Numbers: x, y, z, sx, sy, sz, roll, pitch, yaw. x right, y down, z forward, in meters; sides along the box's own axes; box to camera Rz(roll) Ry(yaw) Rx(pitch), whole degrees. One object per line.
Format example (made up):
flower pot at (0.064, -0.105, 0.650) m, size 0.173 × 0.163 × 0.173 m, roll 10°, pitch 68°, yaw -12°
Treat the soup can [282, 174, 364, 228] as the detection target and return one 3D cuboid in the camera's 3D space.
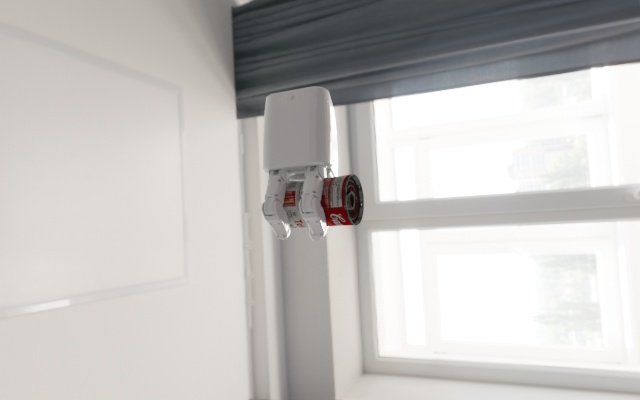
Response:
soup can at (0.000, 0.003, 0.650) m, size 0.102 × 0.068 × 0.068 m, roll -4°, pitch -2°, yaw 24°
